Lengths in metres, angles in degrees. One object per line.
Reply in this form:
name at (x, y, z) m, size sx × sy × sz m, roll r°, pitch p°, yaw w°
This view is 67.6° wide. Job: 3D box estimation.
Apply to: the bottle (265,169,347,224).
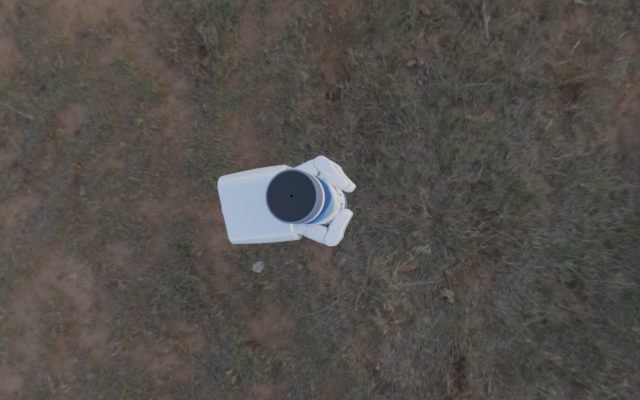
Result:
bottle at (0.000, 0.002, 0.713) m, size 0.069 × 0.069 × 0.296 m, roll 0°, pitch -3°, yaw 14°
